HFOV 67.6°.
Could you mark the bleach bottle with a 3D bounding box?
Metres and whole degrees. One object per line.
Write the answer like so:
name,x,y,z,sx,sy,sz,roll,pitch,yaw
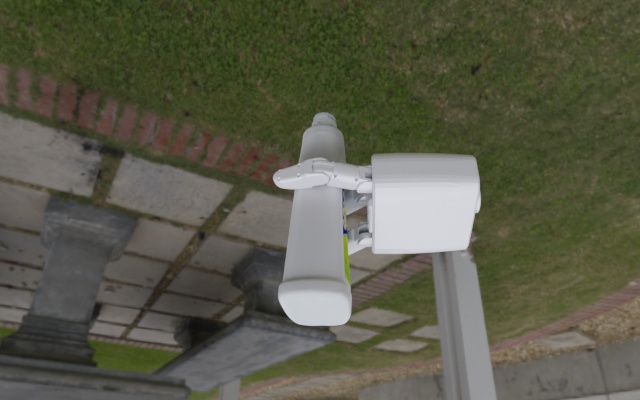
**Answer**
bleach bottle,0.000,0.002,0.527,0.068,0.250,0.103,-2,-31,6
